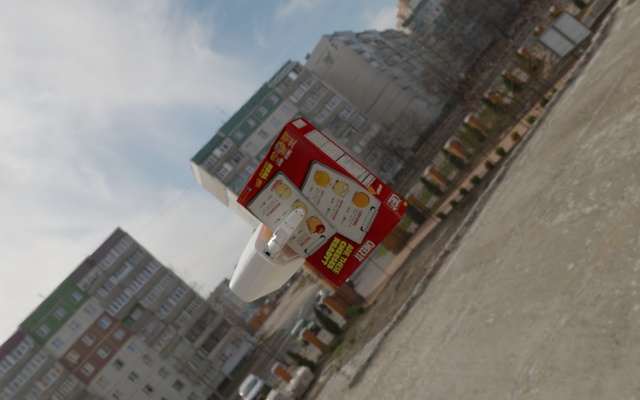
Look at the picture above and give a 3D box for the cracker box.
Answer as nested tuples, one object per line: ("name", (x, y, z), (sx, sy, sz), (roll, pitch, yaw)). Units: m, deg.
("cracker box", (0.000, 0.002, 0.734), (0.213, 0.164, 0.072), (39, 30, 3))
